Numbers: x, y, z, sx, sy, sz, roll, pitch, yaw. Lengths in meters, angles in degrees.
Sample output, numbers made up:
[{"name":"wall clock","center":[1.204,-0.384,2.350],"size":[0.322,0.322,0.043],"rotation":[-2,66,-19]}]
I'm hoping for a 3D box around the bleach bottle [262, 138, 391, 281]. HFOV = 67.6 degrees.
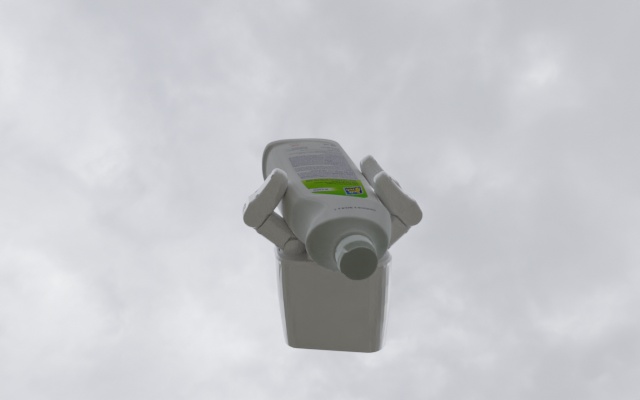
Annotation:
[{"name":"bleach bottle","center":[0.000,0.001,0.462],"size":[0.102,0.068,0.250],"rotation":[-4,22,-8]}]
